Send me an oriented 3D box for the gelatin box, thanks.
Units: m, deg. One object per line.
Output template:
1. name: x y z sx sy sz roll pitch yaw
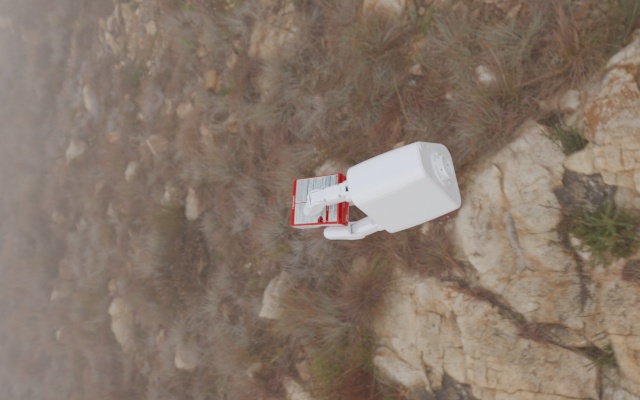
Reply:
1. gelatin box: 0.000 0.002 0.703 0.089 0.073 0.030 -6 -14 35
